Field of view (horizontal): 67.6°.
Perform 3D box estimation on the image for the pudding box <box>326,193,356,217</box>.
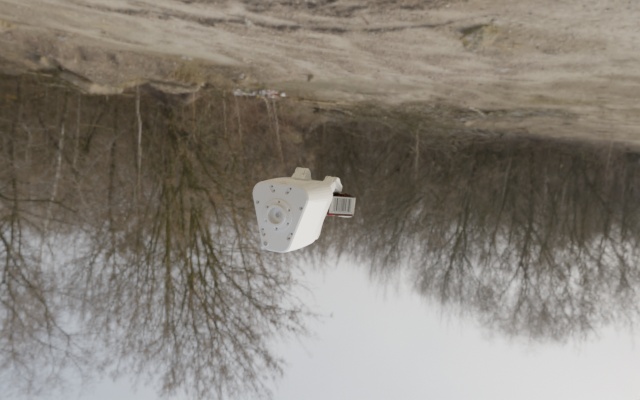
[{"bbox_3d":[0.000,0.003,0.875,0.113,0.039,0.090,6,6,-9],"label":"pudding box"}]
